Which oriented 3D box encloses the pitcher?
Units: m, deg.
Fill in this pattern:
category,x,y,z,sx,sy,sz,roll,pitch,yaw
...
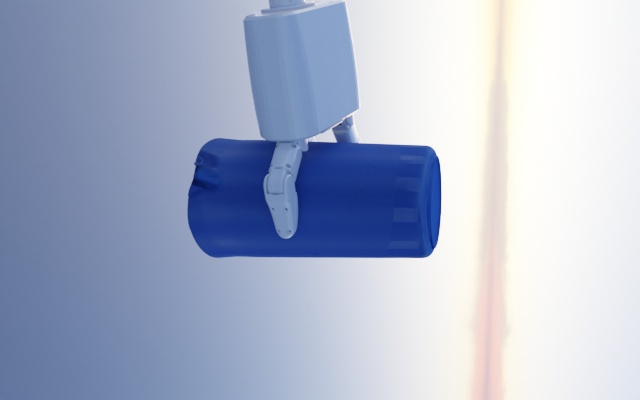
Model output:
category,x,y,z,sx,sy,sz,roll,pitch,yaw
pitcher,0.000,0.002,0.503,0.243,0.145,0.149,1,28,20
